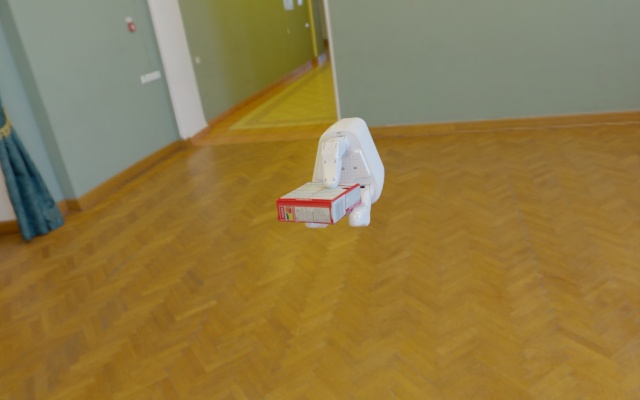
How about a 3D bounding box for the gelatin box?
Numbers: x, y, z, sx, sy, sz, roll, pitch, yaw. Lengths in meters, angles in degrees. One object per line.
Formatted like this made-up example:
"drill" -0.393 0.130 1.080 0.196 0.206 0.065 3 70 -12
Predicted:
"gelatin box" 0.000 0.002 0.576 0.073 0.030 0.089 2 17 26
